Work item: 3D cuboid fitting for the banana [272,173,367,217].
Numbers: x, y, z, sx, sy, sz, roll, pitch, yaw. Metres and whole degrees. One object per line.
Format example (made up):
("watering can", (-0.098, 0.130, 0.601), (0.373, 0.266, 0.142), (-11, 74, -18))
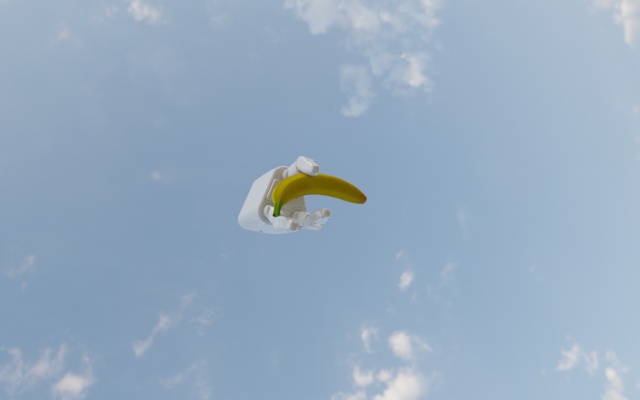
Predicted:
("banana", (-0.007, -0.015, 0.806), (0.198, 0.069, 0.037), (-9, -11, -35))
